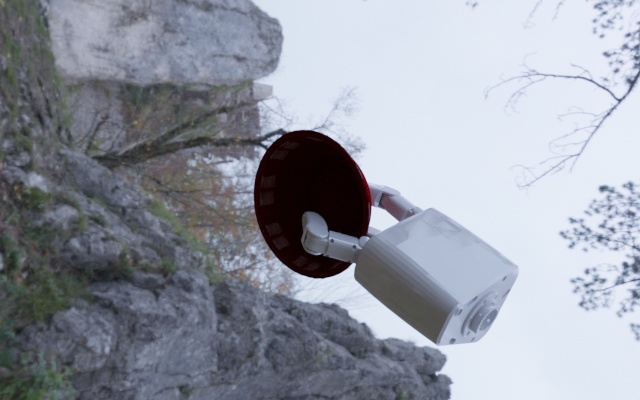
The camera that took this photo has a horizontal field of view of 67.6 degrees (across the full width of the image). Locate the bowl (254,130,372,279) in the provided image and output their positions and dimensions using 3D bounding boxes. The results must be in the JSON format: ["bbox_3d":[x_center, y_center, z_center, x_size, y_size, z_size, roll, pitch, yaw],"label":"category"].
[{"bbox_3d":[-0.001,0.001,0.532,0.162,0.162,0.055,0,9,39],"label":"bowl"}]
